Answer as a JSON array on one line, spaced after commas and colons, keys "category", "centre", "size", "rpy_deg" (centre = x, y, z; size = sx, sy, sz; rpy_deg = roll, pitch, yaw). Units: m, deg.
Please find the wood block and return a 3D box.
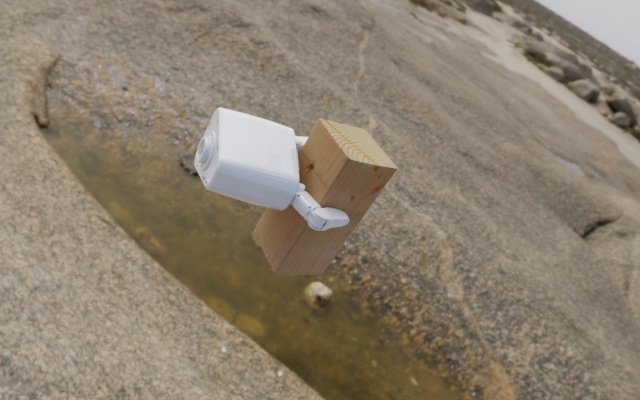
[{"category": "wood block", "centre": [0.000, 0.002, 0.666], "size": [0.090, 0.206, 0.090], "rpy_deg": [6, 38, -39]}]
